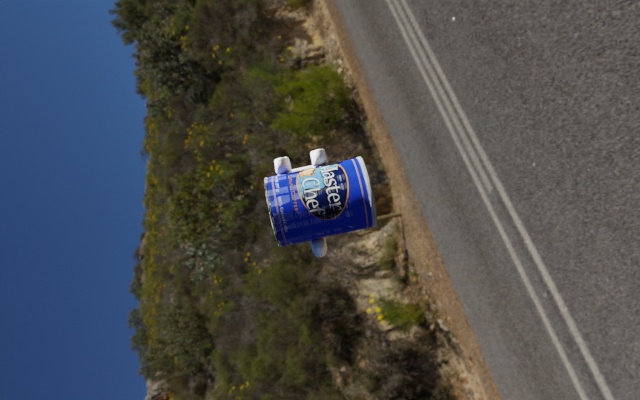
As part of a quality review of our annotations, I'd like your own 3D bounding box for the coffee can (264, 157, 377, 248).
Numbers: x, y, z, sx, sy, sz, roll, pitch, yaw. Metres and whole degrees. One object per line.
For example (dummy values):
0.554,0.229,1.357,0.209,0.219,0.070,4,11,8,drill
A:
0.000,0.002,0.679,0.140,0.103,0.103,-12,0,-1,coffee can
